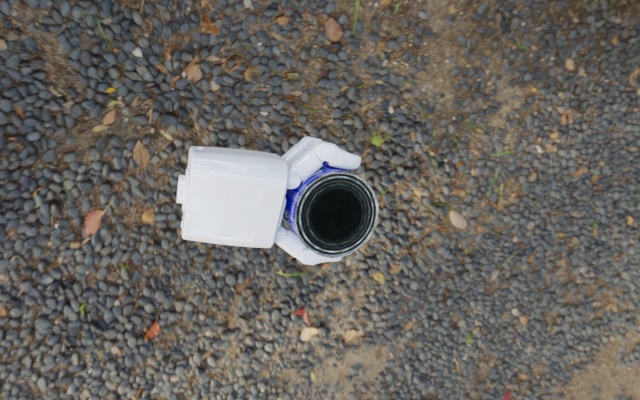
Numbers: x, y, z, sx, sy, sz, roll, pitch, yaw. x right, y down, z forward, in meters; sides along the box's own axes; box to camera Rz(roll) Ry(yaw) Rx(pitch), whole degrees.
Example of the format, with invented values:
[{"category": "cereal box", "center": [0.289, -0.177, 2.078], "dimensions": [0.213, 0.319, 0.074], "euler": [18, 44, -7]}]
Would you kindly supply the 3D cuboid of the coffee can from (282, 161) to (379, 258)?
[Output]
[{"category": "coffee can", "center": [0.000, 0.002, 0.610], "dimensions": [0.103, 0.103, 0.140], "euler": [0, 13, -17]}]
